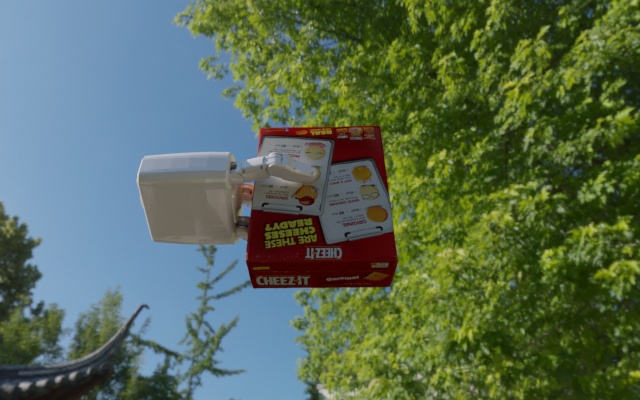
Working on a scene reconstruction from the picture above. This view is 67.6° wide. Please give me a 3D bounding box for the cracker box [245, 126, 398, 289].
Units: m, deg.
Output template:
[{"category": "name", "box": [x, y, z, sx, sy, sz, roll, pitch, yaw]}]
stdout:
[{"category": "cracker box", "box": [0.000, 0.002, 0.593, 0.164, 0.213, 0.072, -1, -39, 0]}]
